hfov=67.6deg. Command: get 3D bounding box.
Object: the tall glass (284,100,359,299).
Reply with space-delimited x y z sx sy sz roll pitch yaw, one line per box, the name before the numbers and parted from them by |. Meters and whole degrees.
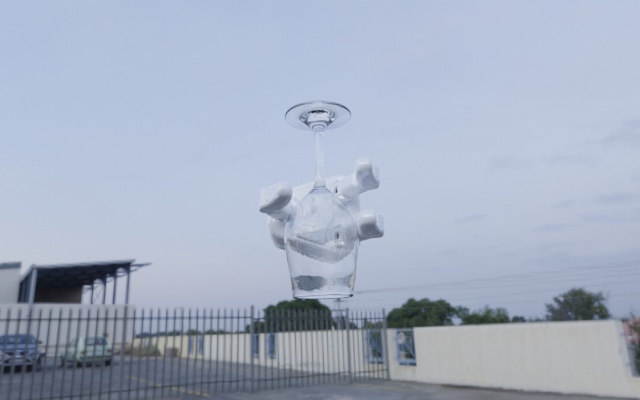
tall glass | 0.000 0.001 0.507 0.079 0.201 0.079 -2 -15 0
